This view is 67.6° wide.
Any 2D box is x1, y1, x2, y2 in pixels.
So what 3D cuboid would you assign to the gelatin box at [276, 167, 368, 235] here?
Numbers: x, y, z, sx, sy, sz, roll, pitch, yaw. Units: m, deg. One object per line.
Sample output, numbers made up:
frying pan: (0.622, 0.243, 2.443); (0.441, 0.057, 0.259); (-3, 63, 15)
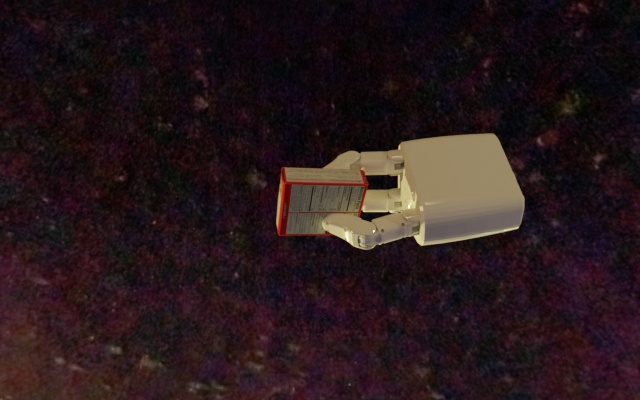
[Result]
gelatin box: (0.000, 0.002, 0.509); (0.089, 0.073, 0.030); (0, 41, -12)
